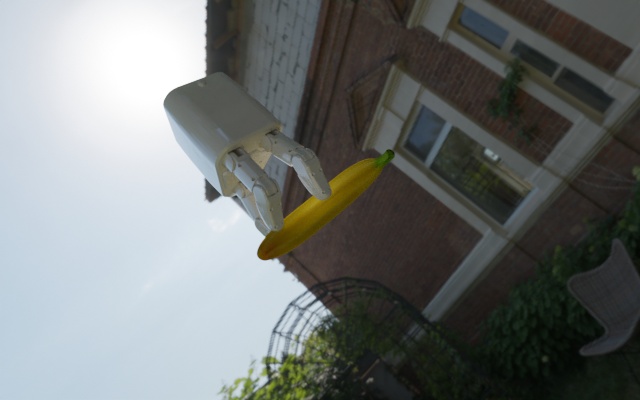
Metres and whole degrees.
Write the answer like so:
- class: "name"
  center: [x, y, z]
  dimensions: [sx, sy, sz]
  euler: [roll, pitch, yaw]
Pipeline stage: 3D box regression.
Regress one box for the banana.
- class: "banana"
  center: [0.002, 0.005, 0.568]
  dimensions: [0.198, 0.037, 0.070]
  euler: [-40, -13, -12]
